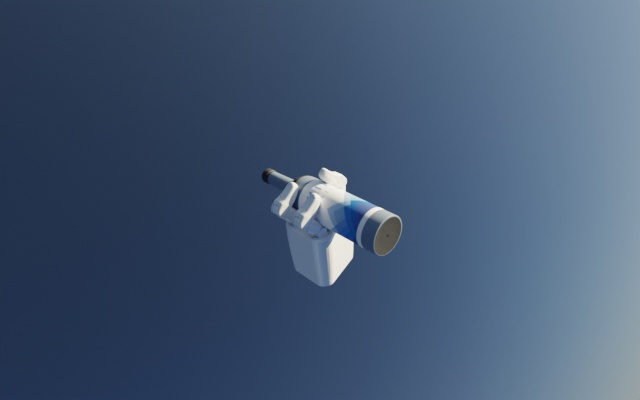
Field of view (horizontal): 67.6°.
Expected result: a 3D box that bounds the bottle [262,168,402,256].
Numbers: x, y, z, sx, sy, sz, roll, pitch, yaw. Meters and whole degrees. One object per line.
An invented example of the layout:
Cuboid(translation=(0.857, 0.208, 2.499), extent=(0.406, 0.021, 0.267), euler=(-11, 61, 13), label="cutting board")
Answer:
Cuboid(translation=(0.000, 0.003, 0.802), extent=(0.069, 0.069, 0.295), euler=(0, 20, -46), label="bottle")
